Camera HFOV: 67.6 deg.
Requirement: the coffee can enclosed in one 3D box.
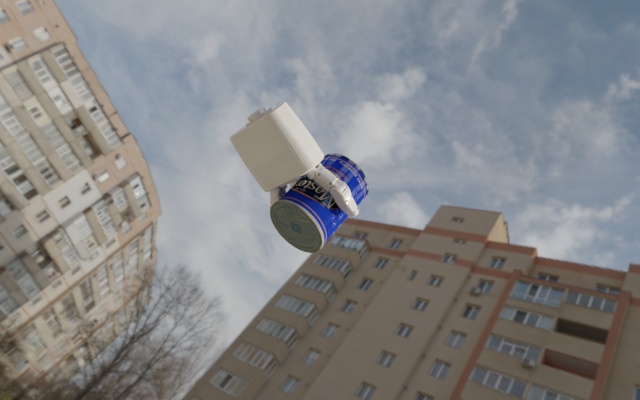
[{"bbox_3d":[0.000,0.003,0.787,0.103,0.103,0.140,0,36,45],"label":"coffee can"}]
